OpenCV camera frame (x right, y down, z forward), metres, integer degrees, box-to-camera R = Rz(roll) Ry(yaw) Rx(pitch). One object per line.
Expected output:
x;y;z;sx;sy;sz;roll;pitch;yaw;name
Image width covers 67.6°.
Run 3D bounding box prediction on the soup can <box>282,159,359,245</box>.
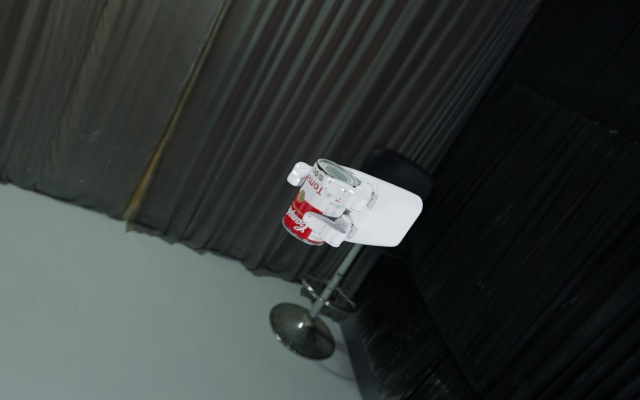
0.000;0.002;0.666;0.068;0.102;0.068;27;20;-11;soup can
